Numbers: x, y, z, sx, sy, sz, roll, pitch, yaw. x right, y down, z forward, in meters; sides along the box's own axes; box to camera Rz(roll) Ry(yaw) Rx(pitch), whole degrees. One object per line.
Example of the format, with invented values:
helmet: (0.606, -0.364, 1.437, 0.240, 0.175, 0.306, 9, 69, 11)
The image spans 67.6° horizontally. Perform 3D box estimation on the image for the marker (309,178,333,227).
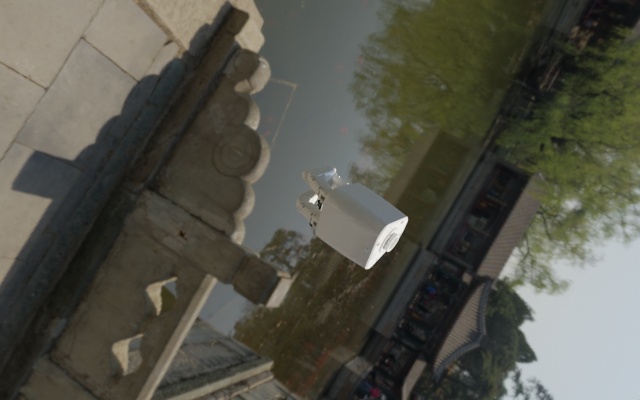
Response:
marker: (0.000, 0.003, 0.853, 0.020, 0.121, 0.020, 10, 39, -8)
